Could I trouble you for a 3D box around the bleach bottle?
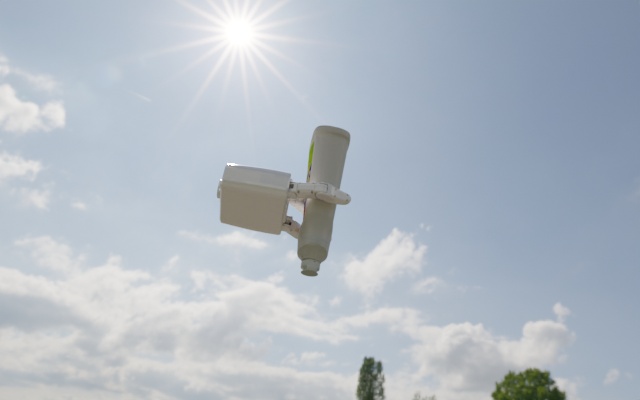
[{"bbox_3d":[0.000,0.003,0.805,0.068,0.250,0.103,11,-29,-5],"label":"bleach bottle"}]
